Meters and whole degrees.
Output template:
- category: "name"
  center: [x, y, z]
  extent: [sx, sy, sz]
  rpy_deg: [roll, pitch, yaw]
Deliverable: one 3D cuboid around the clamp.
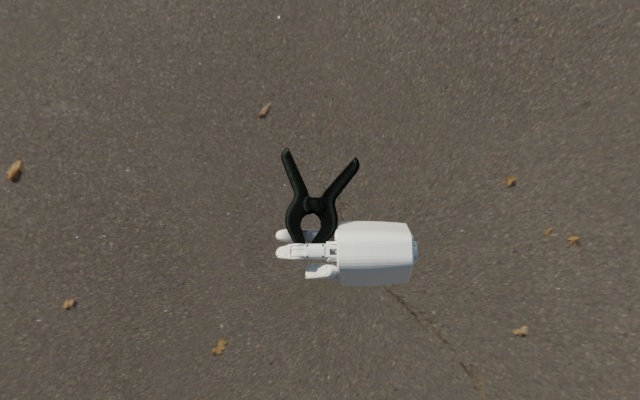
- category: "clamp"
  center: [0.000, 0.002, 0.721]
  extent: [0.120, 0.171, 0.039]
  rpy_deg: [-1, -9, 5]
